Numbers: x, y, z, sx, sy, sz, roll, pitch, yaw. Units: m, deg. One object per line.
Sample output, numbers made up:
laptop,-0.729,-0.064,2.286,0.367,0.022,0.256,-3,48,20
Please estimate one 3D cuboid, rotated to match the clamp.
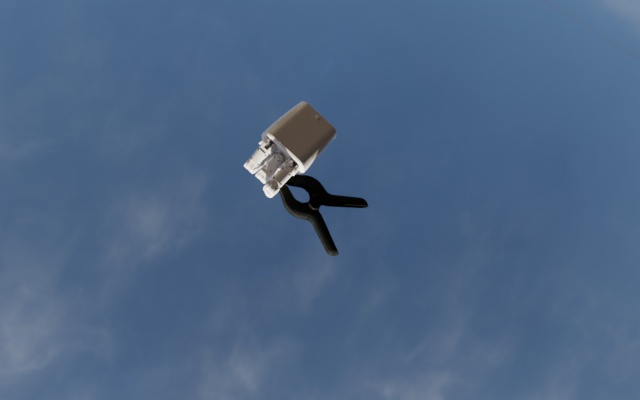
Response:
clamp,0.000,0.003,0.856,0.120,0.171,0.039,-47,3,-24
